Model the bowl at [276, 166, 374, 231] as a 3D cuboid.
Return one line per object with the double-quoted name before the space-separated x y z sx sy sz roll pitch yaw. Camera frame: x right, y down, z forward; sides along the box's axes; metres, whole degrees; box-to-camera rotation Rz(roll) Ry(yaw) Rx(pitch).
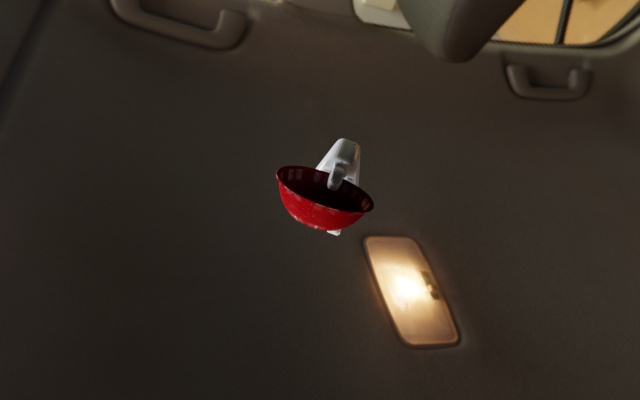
"bowl" -0.001 0.003 0.754 0.162 0.055 0.162 18 20 -7
